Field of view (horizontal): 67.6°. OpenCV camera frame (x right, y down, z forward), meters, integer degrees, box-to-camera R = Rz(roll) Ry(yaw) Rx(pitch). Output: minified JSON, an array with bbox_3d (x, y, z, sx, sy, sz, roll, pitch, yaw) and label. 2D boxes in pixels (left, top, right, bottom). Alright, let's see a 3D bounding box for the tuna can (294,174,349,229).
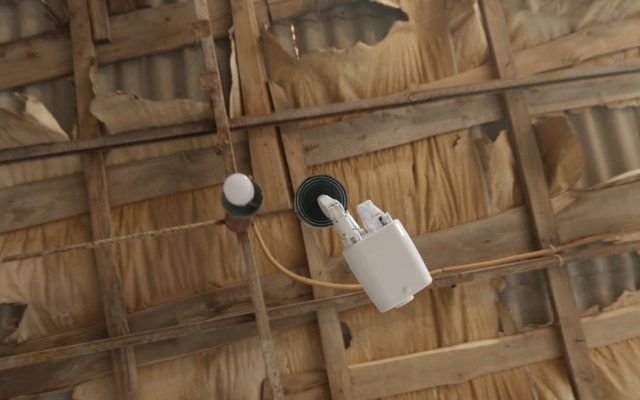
[{"bbox_3d":[0.000,0.003,0.763,0.086,0.086,0.034,0,-8,-6],"label":"tuna can"}]
